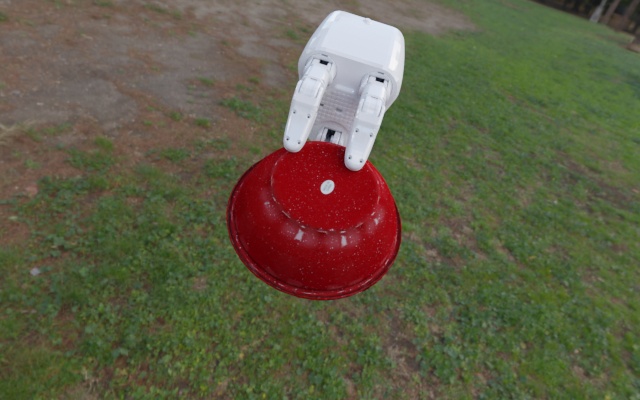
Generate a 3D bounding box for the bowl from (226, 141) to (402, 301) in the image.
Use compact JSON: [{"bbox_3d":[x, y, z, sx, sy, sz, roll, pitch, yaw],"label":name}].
[{"bbox_3d":[0.000,0.002,0.415,0.162,0.162,0.055,0,-33,-11],"label":"bowl"}]
